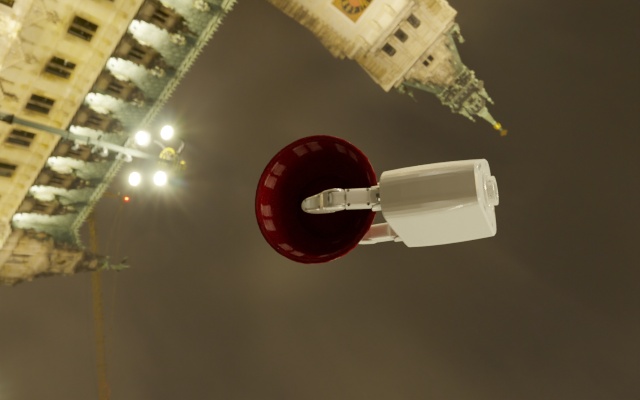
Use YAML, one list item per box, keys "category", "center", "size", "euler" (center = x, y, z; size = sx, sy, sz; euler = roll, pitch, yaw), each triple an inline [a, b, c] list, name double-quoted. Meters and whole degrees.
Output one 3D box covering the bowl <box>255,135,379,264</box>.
- category: "bowl"
  center: [-0.001, 0.002, 0.607]
  size: [0.162, 0.162, 0.055]
  euler: [0, -12, 19]
